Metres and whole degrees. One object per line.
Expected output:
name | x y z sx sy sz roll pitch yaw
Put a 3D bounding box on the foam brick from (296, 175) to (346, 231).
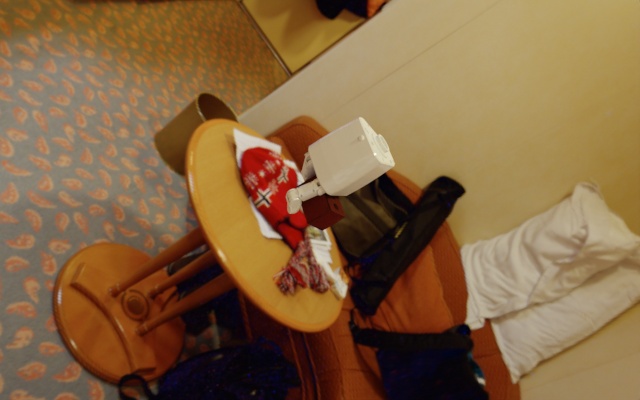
foam brick | 0.000 0.003 0.828 0.051 0.078 0.053 -29 -28 21
